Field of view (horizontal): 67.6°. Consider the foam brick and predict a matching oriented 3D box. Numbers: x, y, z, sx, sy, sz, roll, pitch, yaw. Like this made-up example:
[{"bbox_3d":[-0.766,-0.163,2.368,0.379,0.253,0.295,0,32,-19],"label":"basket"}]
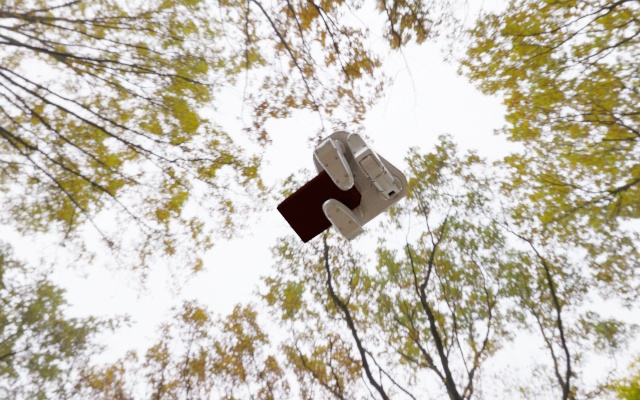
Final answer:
[{"bbox_3d":[0.000,0.002,0.532,0.078,0.053,0.051,-35,5,11],"label":"foam brick"}]
